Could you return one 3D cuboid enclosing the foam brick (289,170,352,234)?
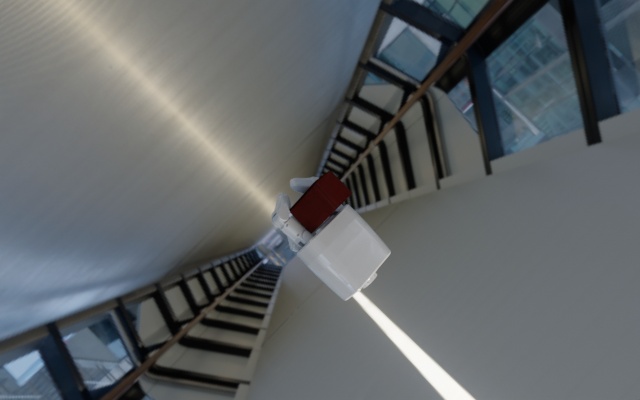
[{"bbox_3d":[0.000,0.002,0.729,0.078,0.051,0.053,-47,-4,41],"label":"foam brick"}]
